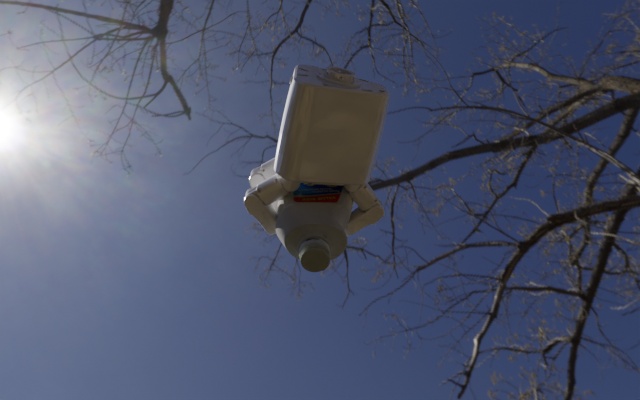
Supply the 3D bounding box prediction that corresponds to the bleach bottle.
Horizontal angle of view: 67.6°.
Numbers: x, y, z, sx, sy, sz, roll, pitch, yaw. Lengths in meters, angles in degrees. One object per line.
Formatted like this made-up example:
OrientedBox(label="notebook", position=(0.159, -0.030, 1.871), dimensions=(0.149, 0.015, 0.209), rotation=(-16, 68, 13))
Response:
OrientedBox(label="bleach bottle", position=(0.000, 0.002, 0.574), dimensions=(0.102, 0.068, 0.250), rotation=(10, 27, -7))
